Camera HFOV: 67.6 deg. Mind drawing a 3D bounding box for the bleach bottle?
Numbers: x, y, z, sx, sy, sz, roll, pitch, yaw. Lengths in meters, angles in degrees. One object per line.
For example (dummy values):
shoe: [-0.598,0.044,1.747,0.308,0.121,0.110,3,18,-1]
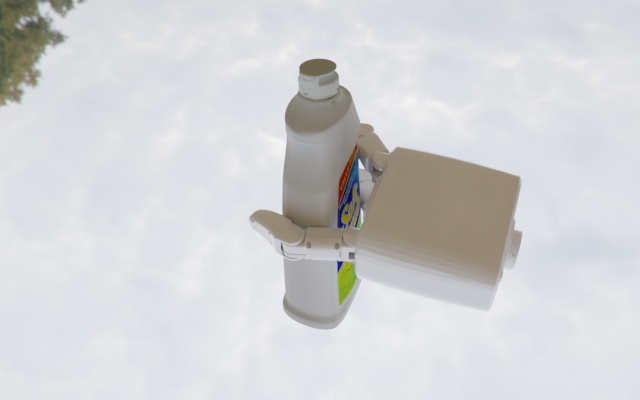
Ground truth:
bleach bottle: [0.000,0.001,0.426,0.068,0.251,0.102,15,45,19]
